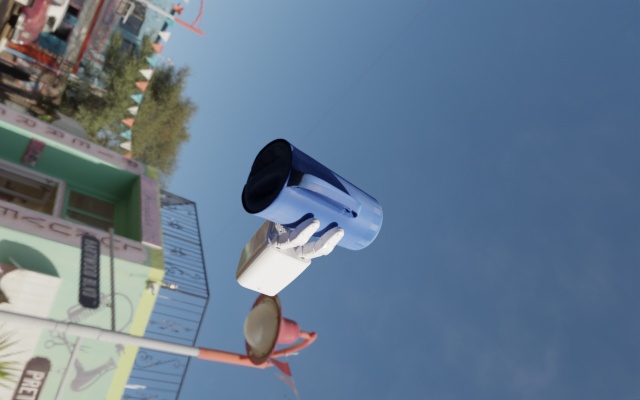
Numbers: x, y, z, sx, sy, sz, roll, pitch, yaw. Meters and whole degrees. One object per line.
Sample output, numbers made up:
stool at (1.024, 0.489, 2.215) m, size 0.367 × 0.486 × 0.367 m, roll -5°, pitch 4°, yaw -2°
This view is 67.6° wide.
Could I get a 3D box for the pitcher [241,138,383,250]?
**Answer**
pitcher at (0.000, 0.003, 0.829) m, size 0.243 × 0.149 × 0.145 m, roll 26°, pitch -59°, yaw -35°
